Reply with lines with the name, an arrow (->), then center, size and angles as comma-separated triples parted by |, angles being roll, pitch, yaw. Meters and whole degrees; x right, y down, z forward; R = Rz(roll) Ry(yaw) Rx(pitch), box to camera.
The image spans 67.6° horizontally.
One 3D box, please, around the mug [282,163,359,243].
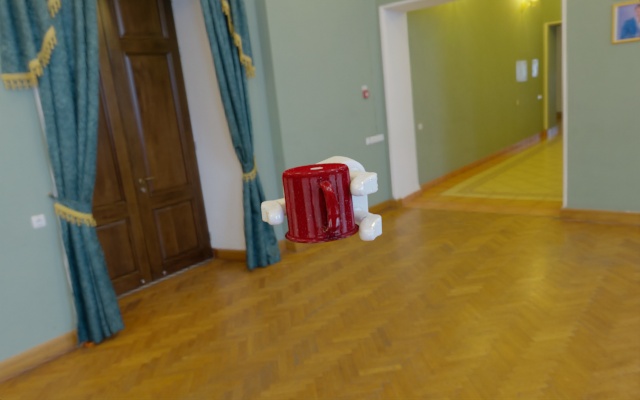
mug -> 0.000, 0.002, 0.567 | 0.093, 0.081, 0.117 | -8, 11, -9
